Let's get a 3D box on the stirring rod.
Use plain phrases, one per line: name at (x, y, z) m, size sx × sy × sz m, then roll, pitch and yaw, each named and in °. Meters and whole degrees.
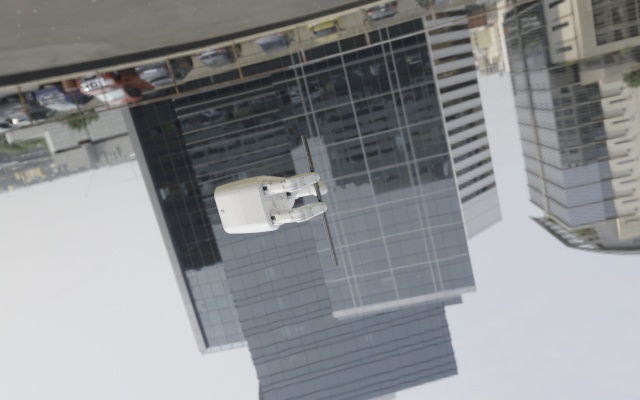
stirring rod at (0.000, 0.003, 0.841) m, size 0.011 × 0.239 × 0.011 m, roll -14°, pitch 11°, yaw 3°
